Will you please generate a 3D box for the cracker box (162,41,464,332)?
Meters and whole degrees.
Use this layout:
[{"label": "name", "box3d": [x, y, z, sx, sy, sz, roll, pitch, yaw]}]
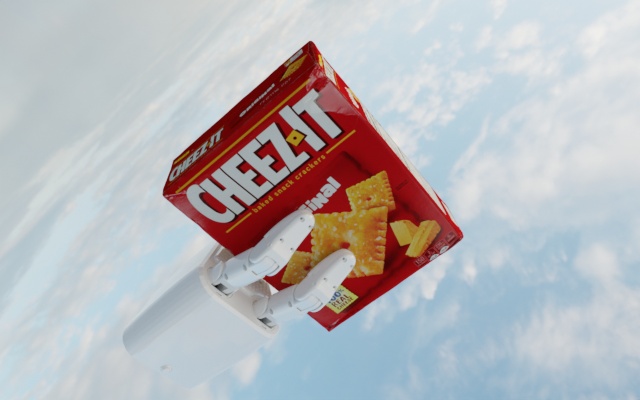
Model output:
[{"label": "cracker box", "box3d": [0.000, 0.001, 0.423, 0.164, 0.214, 0.072, -37, 28, 15]}]
